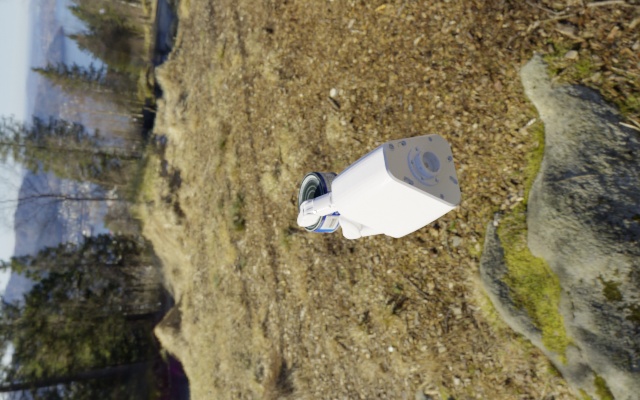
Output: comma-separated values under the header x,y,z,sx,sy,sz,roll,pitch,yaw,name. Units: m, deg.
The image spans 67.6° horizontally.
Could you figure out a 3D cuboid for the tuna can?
x,y,z,sx,sy,sz,roll,pitch,yaw,name
0.000,0.002,0.672,0.034,0.086,0.086,1,-1,-28,tuna can
